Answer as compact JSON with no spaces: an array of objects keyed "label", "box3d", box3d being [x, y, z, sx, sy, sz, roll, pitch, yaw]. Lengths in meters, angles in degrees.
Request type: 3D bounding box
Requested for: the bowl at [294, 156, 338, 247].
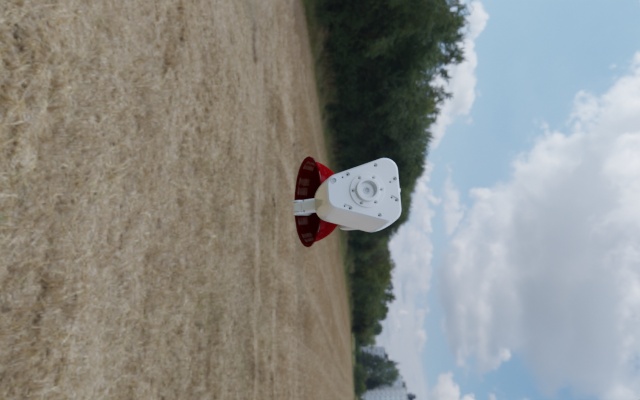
[{"label":"bowl","box3d":[0.000,0.003,0.858,0.055,0.162,0.162,1,0,-20]}]
